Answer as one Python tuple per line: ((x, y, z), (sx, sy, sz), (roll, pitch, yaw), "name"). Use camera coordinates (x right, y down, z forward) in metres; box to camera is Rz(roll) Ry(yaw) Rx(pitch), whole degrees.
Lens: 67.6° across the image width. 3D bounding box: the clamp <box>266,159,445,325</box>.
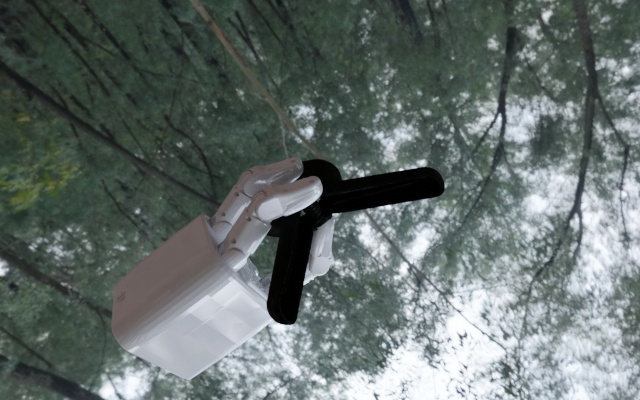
((0.000, 0.002, 0.427), (0.164, 0.036, 0.210), (-35, 29, -4), "clamp")
